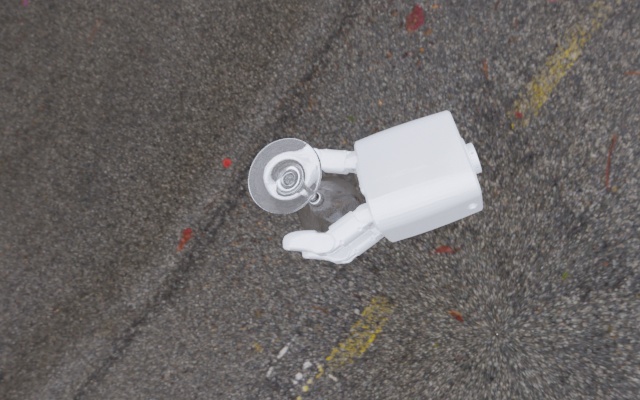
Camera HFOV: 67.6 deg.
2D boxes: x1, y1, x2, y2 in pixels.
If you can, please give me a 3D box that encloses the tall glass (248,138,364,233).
[{"bbox_3d":[0.000,0.002,0.531,0.079,0.079,0.201,0,-15,20],"label":"tall glass"}]
